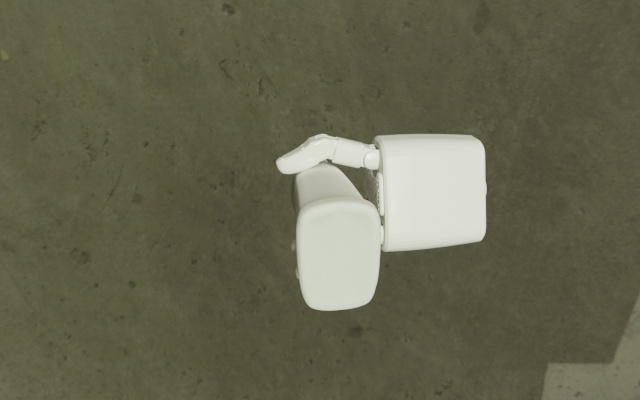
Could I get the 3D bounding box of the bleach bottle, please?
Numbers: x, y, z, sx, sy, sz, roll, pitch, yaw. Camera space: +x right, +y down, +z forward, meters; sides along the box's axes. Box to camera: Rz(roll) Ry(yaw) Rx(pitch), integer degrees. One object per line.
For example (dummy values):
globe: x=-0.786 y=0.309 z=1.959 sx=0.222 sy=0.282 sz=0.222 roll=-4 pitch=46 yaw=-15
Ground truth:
bleach bottle: x=0.000 y=0.002 z=0.490 sx=0.068 sy=0.103 sz=0.250 roll=-3 pitch=23 yaw=-6
